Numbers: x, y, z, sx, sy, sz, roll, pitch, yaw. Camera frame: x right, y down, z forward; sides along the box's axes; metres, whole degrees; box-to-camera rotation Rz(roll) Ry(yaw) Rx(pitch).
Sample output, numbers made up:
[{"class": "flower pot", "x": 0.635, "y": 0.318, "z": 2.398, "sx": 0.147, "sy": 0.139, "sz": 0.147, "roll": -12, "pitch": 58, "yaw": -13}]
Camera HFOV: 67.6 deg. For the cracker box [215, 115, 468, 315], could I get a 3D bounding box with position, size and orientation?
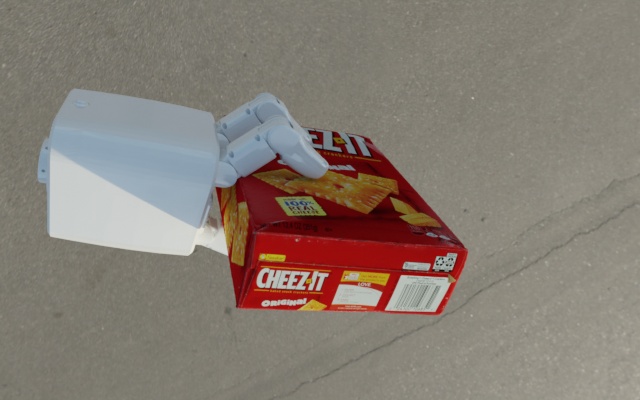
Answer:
[{"class": "cracker box", "x": 0.000, "y": 0.002, "z": 0.413, "sx": 0.164, "sy": 0.072, "sz": 0.213, "roll": 7, "pitch": 28, "yaw": -21}]
